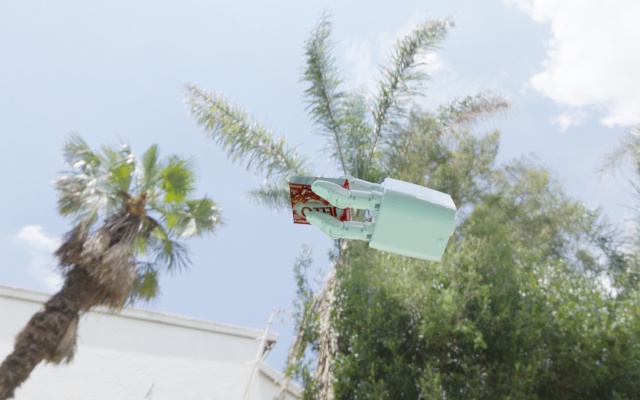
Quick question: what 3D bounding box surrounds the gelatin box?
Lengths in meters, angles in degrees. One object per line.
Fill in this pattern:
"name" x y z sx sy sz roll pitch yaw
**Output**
"gelatin box" 0.000 0.002 0.727 0.089 0.073 0.030 5 32 16
